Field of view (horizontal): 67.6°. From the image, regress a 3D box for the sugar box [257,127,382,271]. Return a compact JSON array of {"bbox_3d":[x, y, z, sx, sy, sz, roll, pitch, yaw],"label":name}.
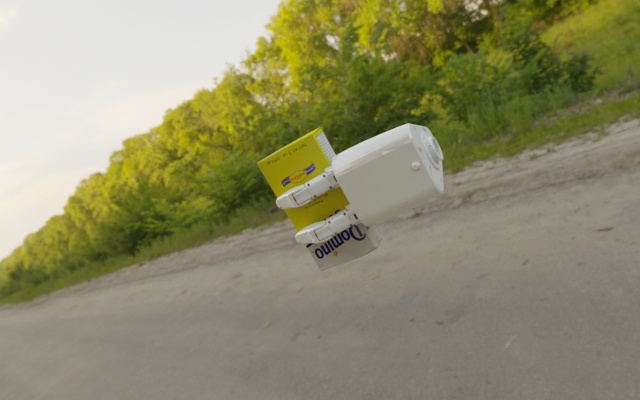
[{"bbox_3d":[0.000,0.002,0.644,0.093,0.176,0.048,-25,10,26],"label":"sugar box"}]
